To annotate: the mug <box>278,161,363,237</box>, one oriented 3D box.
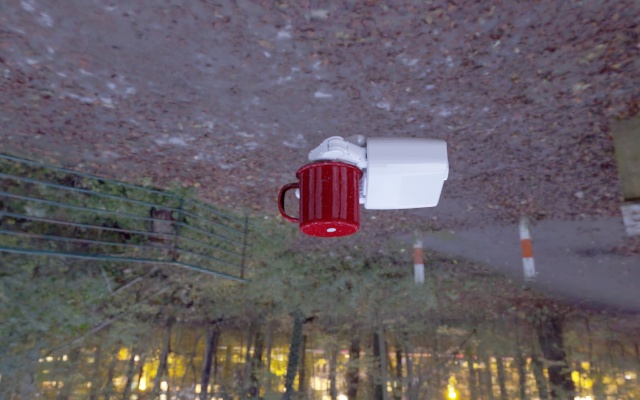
[{"bbox_3d":[-0.001,0.002,0.646,0.117,0.081,0.093,-1,-18,3],"label":"mug"}]
